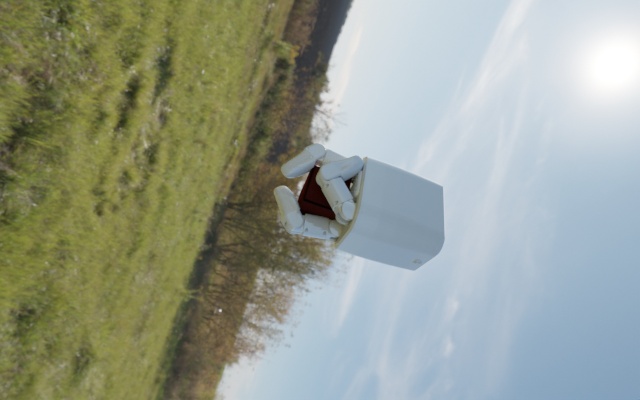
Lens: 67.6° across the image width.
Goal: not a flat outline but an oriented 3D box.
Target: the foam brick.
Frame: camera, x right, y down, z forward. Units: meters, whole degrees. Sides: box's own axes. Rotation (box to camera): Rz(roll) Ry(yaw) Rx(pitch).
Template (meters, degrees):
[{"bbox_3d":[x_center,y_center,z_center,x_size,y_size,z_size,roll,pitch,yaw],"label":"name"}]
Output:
[{"bbox_3d":[0.000,0.002,0.596,0.051,0.053,0.078,18,-27,-6],"label":"foam brick"}]
